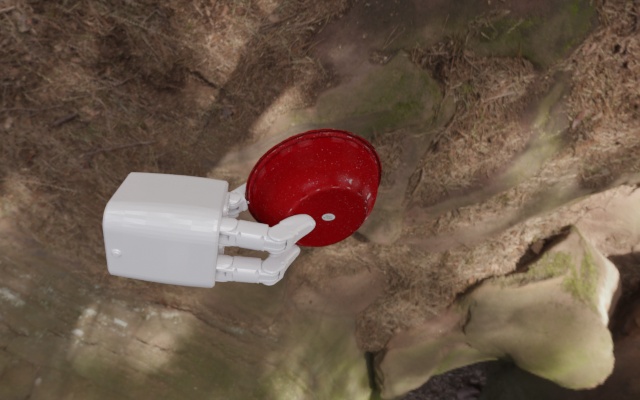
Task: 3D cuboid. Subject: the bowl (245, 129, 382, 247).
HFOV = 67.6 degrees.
[{"bbox_3d":[0.001,0.002,0.531,0.162,0.162,0.055,0,43,-20],"label":"bowl"}]
